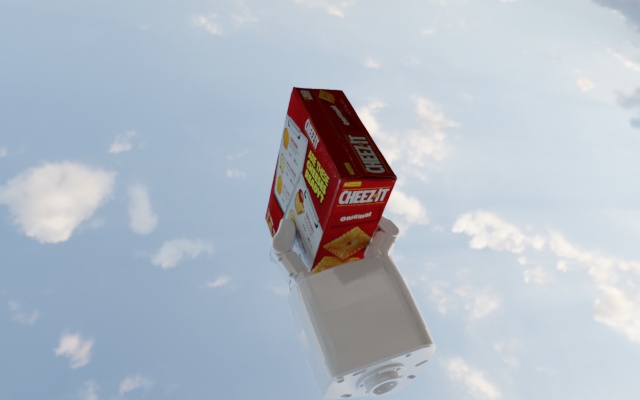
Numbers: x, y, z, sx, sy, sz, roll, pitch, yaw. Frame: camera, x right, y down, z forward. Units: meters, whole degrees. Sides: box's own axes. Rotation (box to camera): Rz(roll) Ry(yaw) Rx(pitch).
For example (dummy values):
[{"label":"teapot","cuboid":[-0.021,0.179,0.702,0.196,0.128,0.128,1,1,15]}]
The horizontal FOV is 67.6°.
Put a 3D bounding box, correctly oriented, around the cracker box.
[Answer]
[{"label":"cracker box","cuboid":[0.000,0.002,0.563,0.072,0.214,0.164,-3,45,-23]}]
